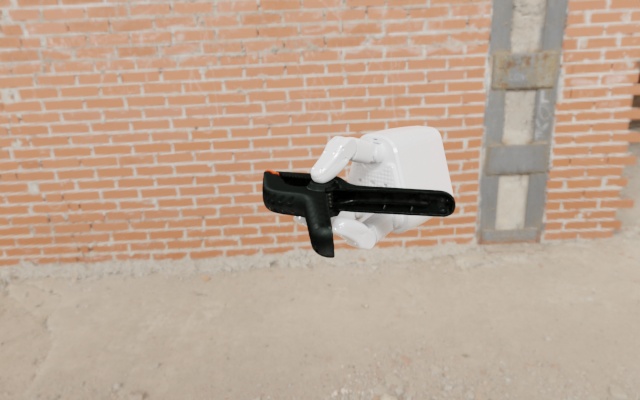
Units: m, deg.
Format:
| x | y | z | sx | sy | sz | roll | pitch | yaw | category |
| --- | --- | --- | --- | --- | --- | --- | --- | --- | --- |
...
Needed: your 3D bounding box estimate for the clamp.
| x | y | z | sx | sy | sz | roll | pitch | yaw | category |
| --- | --- | --- | --- | --- | --- | --- | --- | --- | --- |
| 0.000 | 0.001 | 0.469 | 0.210 | 0.036 | 0.164 | 15 | 22 | 42 | clamp |
